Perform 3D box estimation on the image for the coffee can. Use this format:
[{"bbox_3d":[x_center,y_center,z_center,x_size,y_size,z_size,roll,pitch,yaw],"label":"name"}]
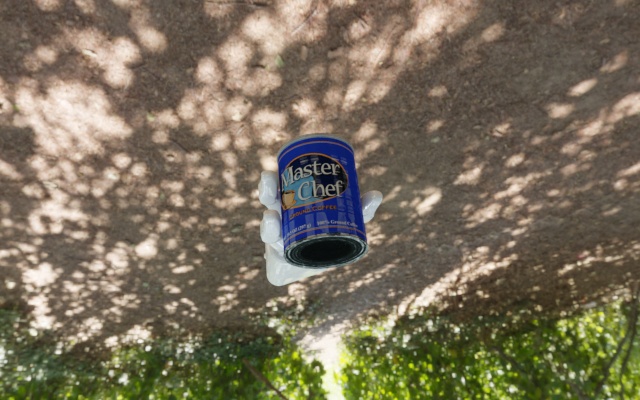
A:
[{"bbox_3d":[0.000,0.002,0.597,0.103,0.140,0.103,-5,-28,-3],"label":"coffee can"}]
